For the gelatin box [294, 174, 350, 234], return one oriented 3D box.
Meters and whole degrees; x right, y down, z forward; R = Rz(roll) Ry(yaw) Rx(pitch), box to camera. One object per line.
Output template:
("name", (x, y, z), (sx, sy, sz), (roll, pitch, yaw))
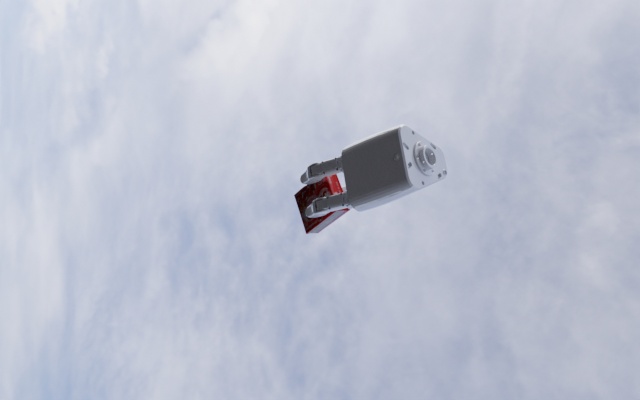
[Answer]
("gelatin box", (0.000, 0.003, 0.767), (0.030, 0.073, 0.089), (1, -28, -40))
